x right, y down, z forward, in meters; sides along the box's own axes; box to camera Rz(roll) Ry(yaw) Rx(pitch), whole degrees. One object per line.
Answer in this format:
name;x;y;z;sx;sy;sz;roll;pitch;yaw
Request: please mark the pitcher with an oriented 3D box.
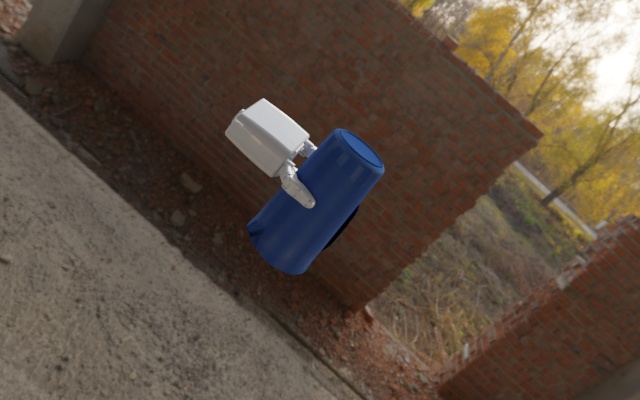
pitcher;0.000;0.003;0.818;0.145;0.243;0.149;40;22;-3
